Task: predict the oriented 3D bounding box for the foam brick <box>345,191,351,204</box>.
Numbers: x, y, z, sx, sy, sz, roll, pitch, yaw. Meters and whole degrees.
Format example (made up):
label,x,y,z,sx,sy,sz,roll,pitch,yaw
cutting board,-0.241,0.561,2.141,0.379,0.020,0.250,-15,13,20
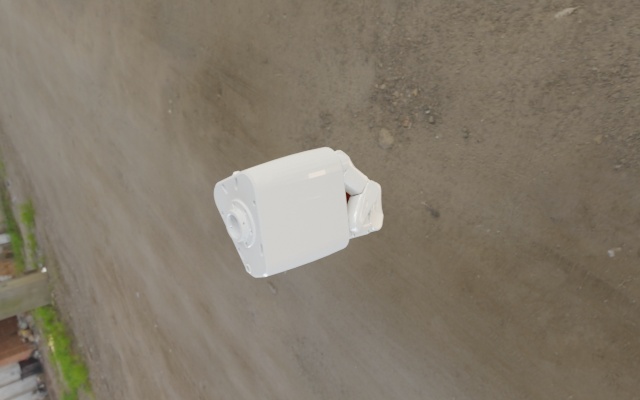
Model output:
label,x,y,z,sx,sy,sz,roll,pitch,yaw
foam brick,0.000,0.002,0.583,0.051,0.053,0.078,-19,2,-36
